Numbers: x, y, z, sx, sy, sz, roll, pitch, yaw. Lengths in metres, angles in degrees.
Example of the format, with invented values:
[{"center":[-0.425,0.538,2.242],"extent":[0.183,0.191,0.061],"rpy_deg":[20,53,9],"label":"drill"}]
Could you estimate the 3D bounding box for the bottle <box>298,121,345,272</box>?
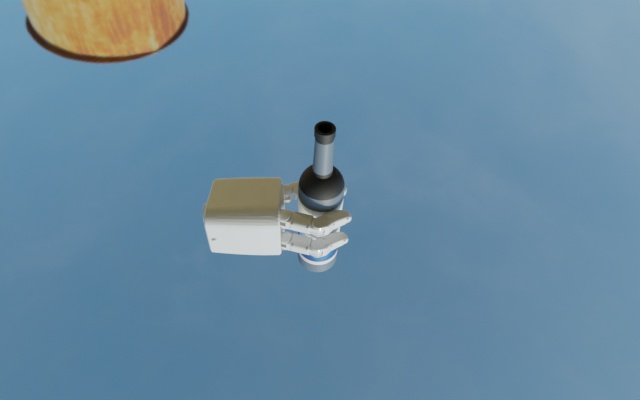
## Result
[{"center":[0.000,0.002,0.709],"extent":[0.069,0.069,0.296],"rpy_deg":[0,-39,-3],"label":"bottle"}]
